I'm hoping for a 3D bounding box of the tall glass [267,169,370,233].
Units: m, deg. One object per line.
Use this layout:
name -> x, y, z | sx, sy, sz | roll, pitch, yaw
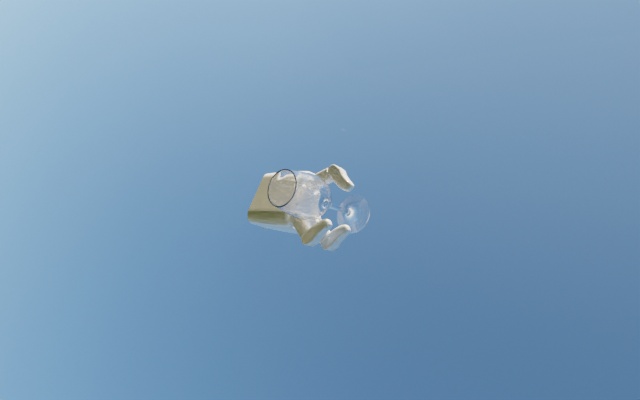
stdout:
tall glass -> 0.001, 0.003, 0.817 | 0.079, 0.079, 0.201 | 0, -13, 38
